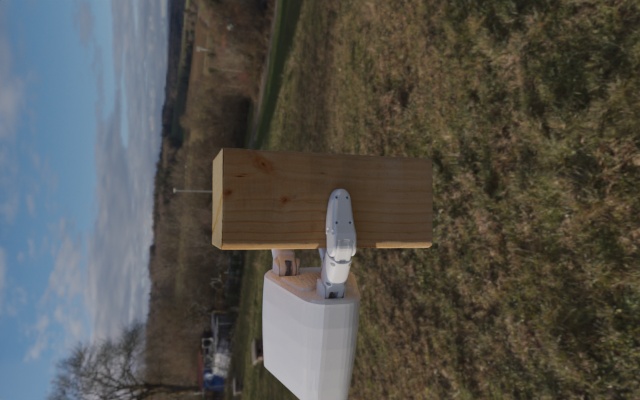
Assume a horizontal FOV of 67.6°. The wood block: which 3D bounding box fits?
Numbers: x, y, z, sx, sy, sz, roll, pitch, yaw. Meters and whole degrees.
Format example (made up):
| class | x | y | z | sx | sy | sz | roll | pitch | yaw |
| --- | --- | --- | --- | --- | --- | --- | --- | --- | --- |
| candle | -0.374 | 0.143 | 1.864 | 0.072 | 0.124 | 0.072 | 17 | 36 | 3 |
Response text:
| class | x | y | z | sx | sy | sz | roll | pitch | yaw |
| --- | --- | --- | --- | --- | --- | --- | --- | --- | --- |
| wood block | 0.000 | 0.002 | 0.482 | 0.206 | 0.090 | 0.091 | 1 | -2 | -18 |
